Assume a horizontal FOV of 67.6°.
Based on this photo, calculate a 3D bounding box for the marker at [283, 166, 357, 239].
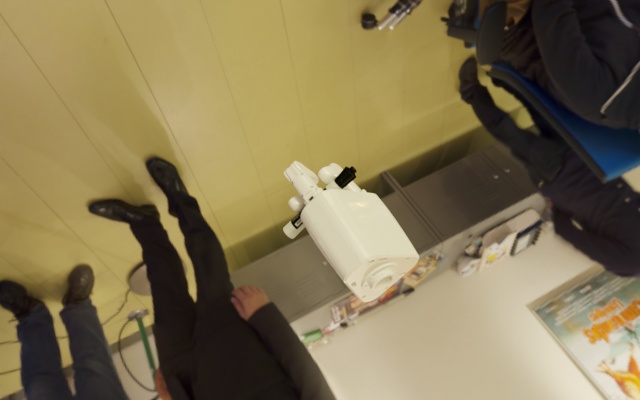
[{"bbox_3d":[0.000,0.002,0.598,0.121,0.020,0.020,-44,-15,16],"label":"marker"}]
